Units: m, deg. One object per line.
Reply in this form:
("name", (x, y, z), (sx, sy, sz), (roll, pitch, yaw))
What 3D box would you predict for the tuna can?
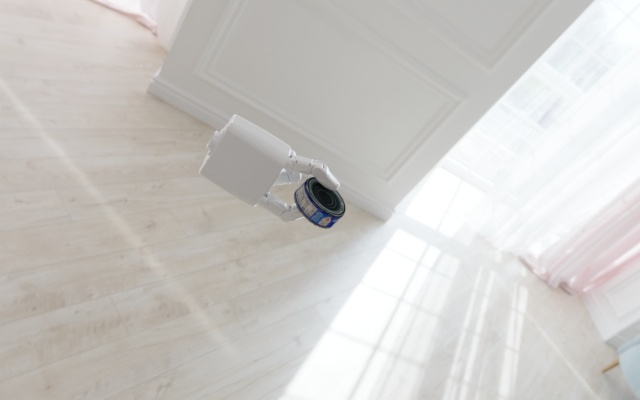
("tuna can", (0.001, 0.002, 0.786), (0.034, 0.086, 0.086), (-45, -26, 29))
